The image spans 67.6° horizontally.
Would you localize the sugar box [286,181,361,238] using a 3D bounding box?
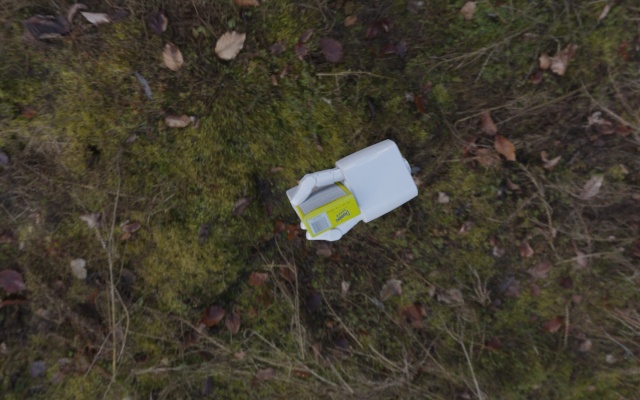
[{"bbox_3d":[0.000,0.003,0.851,0.093,0.048,0.176,-25,17,-5],"label":"sugar box"}]
